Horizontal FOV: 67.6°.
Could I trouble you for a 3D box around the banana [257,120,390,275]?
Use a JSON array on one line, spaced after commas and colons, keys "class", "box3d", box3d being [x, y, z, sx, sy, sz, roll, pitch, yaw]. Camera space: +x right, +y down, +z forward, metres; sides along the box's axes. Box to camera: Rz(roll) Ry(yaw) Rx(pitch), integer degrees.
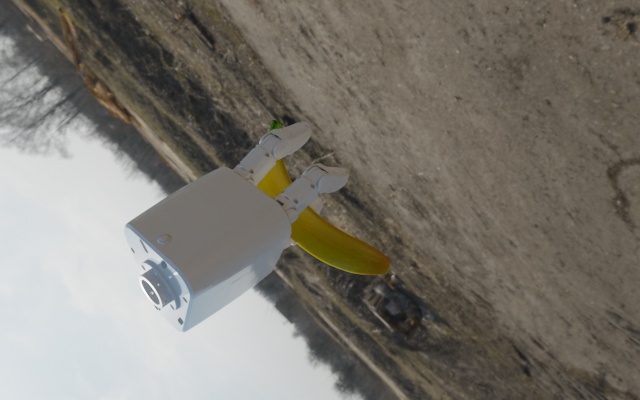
[{"class": "banana", "box3d": [-0.014, 0.011, 0.488, 0.070, 0.197, 0.037, -45, -14, 26]}]
